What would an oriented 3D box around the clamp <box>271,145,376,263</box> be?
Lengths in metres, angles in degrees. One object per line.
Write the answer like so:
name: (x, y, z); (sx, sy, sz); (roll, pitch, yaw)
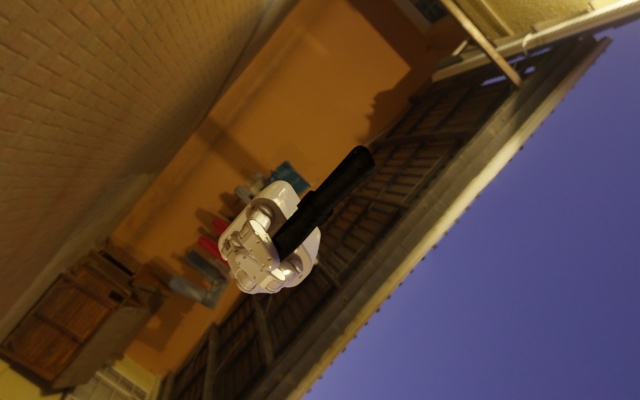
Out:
clamp: (0.000, 0.002, 0.531); (0.171, 0.039, 0.120); (-43, -1, 19)
